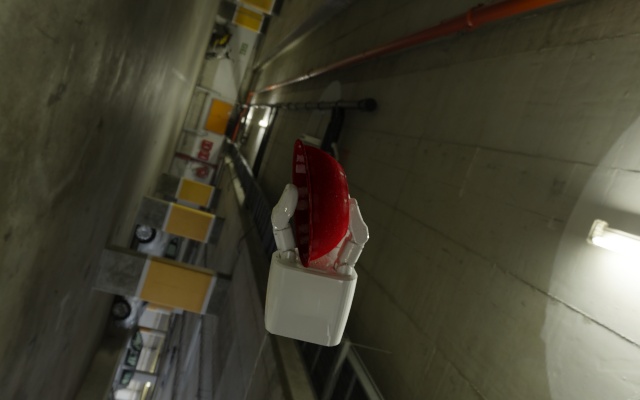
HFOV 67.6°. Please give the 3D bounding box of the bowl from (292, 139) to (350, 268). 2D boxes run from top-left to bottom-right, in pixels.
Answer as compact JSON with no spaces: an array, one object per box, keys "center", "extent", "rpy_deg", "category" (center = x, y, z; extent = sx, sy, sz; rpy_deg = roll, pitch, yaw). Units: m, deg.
[{"center":[0.001,0.001,0.602],"extent":[0.055,0.162,0.162],"rpy_deg":[-4,0,-9],"category":"bowl"}]
